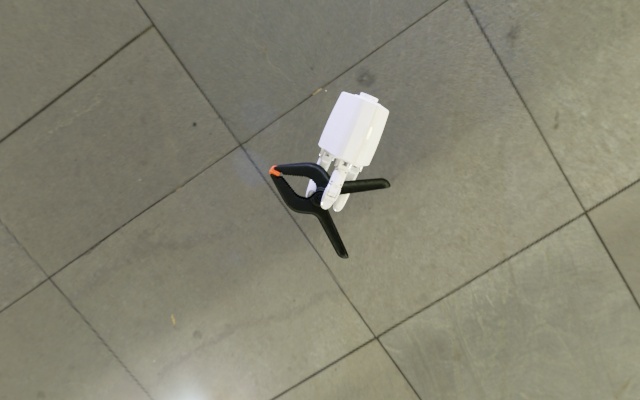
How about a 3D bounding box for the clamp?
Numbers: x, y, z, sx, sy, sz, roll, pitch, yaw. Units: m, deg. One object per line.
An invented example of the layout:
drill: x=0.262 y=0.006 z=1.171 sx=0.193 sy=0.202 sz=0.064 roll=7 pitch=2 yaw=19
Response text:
clamp: x=0.000 y=0.003 z=0.858 sx=0.210 sy=0.164 sz=0.036 roll=22 pitch=9 yaw=-4
